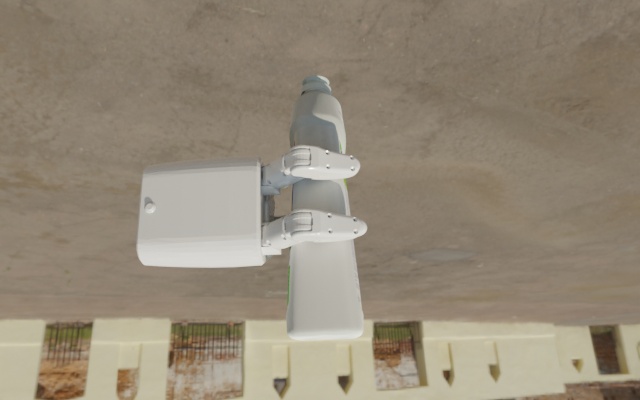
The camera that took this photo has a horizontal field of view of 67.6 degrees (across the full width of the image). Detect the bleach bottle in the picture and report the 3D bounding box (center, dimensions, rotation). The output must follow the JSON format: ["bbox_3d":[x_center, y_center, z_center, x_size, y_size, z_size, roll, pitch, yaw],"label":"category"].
[{"bbox_3d":[0.000,0.002,0.457,0.068,0.250,0.103,-3,-18,1],"label":"bleach bottle"}]
